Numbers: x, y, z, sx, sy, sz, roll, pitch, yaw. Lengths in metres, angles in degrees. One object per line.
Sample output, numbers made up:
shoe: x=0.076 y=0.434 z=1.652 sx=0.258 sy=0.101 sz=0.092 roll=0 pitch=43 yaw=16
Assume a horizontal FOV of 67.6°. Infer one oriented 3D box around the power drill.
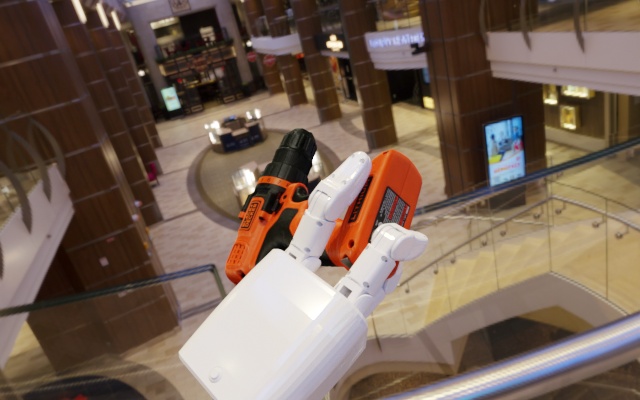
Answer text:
power drill: x=0.000 y=0.002 z=0.451 sx=0.057 sy=0.184 sz=0.187 roll=34 pitch=-25 yaw=-36
